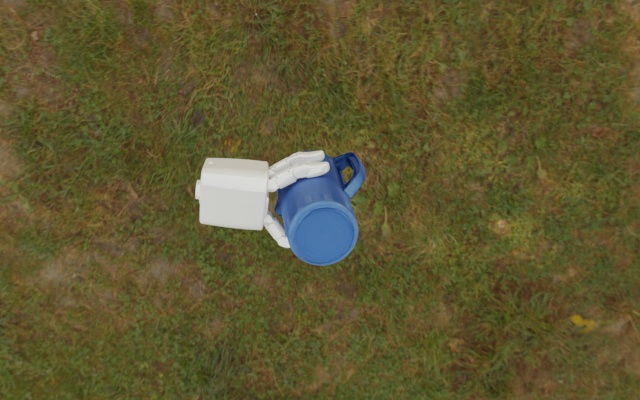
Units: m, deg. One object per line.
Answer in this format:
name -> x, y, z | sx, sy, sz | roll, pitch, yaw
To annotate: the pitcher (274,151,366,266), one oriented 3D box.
pitcher -> 0.000, 0.003, 0.814 | 0.145, 0.149, 0.242 | 7, 20, -10
